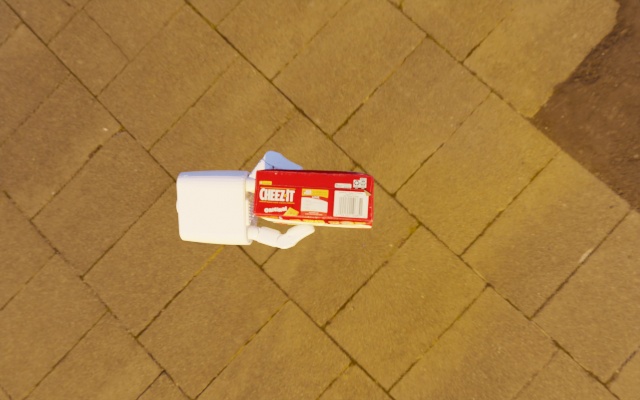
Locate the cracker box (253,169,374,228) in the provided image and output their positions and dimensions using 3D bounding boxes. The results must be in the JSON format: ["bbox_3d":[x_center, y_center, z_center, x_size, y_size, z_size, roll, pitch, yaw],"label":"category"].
[{"bbox_3d":[0.000,0.003,0.740,0.164,0.072,0.214,3,-5,6],"label":"cracker box"}]
